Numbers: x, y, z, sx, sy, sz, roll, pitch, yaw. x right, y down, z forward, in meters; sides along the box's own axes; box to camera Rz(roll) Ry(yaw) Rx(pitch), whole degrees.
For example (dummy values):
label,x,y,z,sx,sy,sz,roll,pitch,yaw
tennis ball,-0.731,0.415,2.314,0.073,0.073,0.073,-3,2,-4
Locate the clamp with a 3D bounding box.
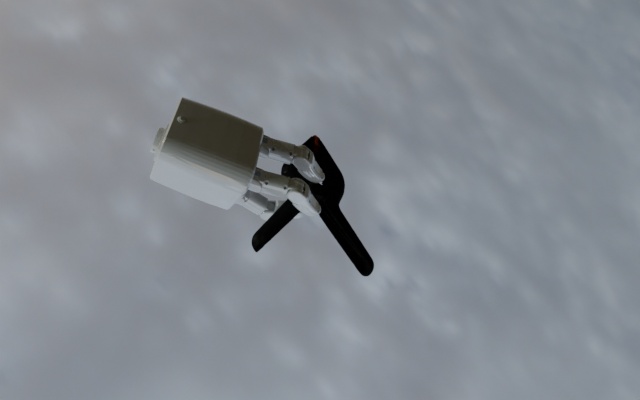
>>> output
label,x,y,z,sx,sy,sz,roll,pitch,yaw
clamp,0.000,0.002,0.641,0.164,0.209,0.036,22,-42,-20
